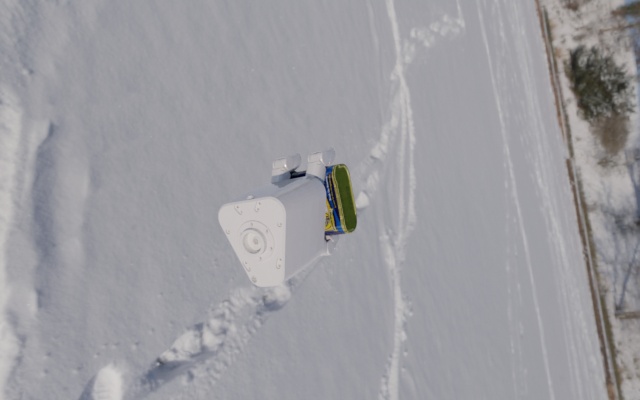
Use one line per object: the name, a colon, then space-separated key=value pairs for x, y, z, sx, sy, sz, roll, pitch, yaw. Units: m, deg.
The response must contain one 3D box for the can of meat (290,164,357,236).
can of meat: x=0.000 y=0.002 z=0.676 sx=0.084 sy=0.102 sz=0.057 roll=-9 pitch=6 yaw=27
